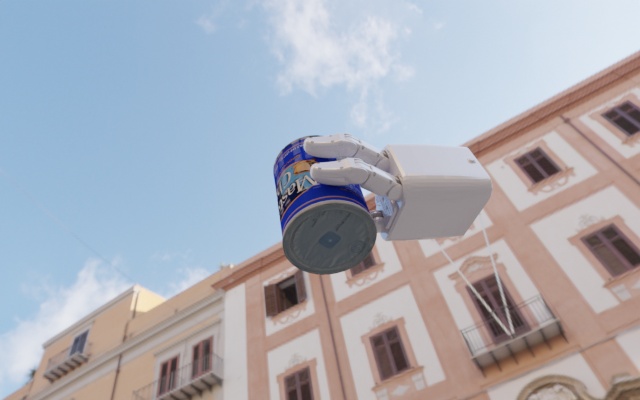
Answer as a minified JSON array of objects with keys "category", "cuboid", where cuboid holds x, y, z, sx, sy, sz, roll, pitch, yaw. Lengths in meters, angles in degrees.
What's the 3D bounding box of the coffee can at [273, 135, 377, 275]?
[{"category":"coffee can","cuboid":[0.000,0.002,0.564,0.103,0.103,0.140,0,37,-11]}]
